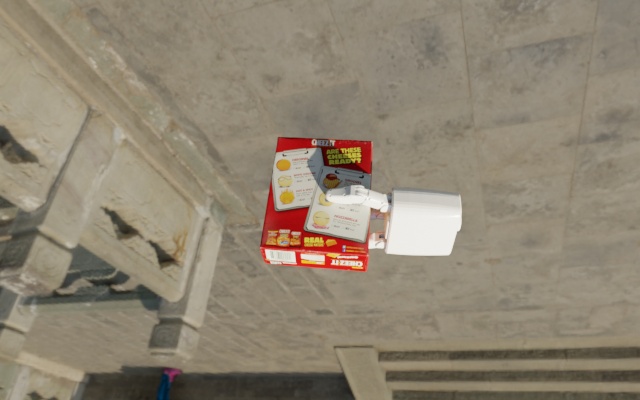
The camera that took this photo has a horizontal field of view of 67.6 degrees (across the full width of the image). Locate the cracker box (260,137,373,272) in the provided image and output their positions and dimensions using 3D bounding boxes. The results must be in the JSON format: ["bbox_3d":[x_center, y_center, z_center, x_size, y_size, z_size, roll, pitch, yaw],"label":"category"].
[{"bbox_3d":[0.000,0.003,0.778,0.164,0.213,0.072,3,-32,3],"label":"cracker box"}]
